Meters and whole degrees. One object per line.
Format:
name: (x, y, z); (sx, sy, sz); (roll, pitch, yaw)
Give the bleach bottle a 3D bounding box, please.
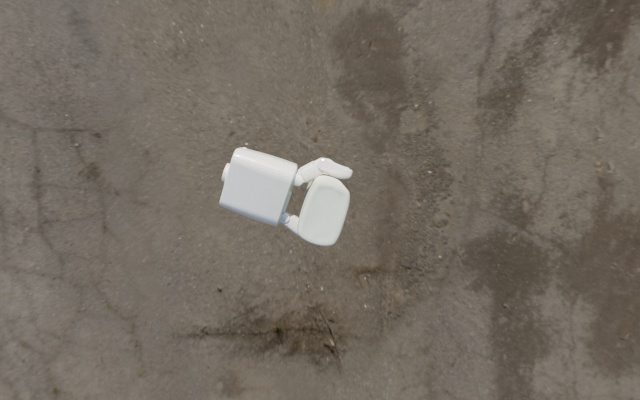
bleach bottle: (0.000, 0.003, 0.839); (0.068, 0.102, 0.251); (18, 6, -5)
